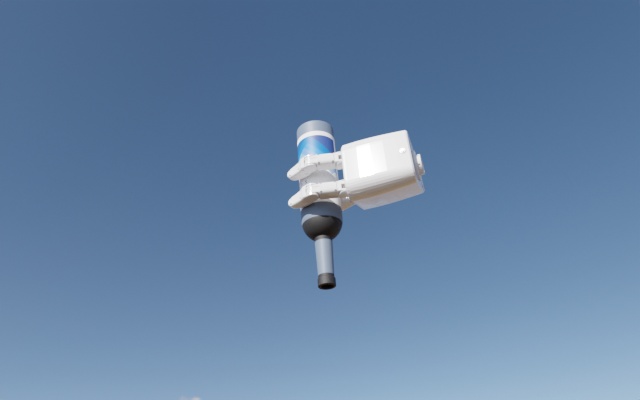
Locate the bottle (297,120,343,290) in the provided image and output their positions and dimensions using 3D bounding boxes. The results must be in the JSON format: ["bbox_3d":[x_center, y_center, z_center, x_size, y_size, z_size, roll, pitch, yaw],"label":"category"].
[{"bbox_3d":[0.000,0.002,0.785,0.069,0.295,0.069,-3,-31,-2],"label":"bottle"}]
